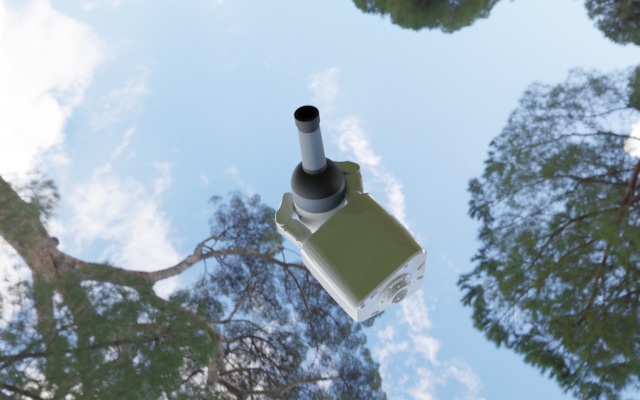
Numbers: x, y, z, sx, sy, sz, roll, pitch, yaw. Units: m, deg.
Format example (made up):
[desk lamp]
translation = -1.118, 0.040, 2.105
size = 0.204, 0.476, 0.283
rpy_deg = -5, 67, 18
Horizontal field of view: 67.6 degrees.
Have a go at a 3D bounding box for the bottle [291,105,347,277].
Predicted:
[bottle]
translation = 0.000, 0.002, 0.612
size = 0.069, 0.069, 0.296
rpy_deg = 0, -40, 8
